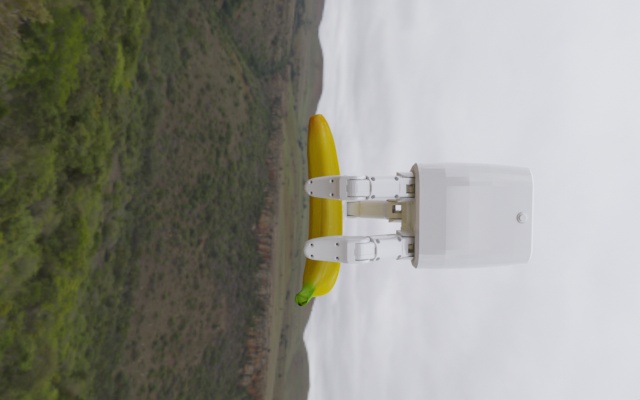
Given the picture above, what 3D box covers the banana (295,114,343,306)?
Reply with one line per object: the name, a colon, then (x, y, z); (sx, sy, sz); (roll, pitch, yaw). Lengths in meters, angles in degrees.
banana: (0.003, 0.011, 0.485); (0.037, 0.197, 0.070); (-2, -21, 9)
